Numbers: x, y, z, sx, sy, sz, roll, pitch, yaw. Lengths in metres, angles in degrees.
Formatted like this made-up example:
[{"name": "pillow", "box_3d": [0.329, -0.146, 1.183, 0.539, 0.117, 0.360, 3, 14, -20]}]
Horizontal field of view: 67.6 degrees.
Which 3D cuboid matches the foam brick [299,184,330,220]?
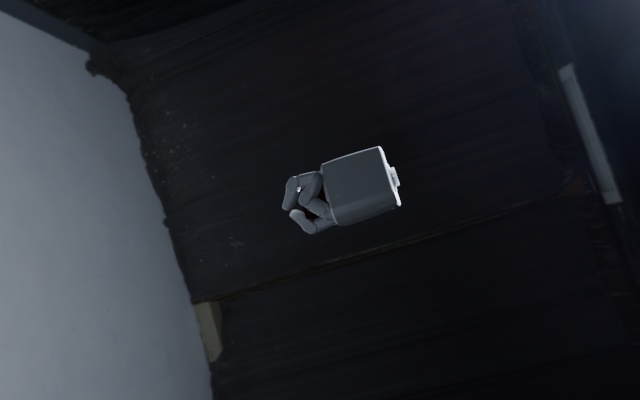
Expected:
[{"name": "foam brick", "box_3d": [0.000, 0.003, 0.857, 0.051, 0.053, 0.078, -19, -7, 12]}]
